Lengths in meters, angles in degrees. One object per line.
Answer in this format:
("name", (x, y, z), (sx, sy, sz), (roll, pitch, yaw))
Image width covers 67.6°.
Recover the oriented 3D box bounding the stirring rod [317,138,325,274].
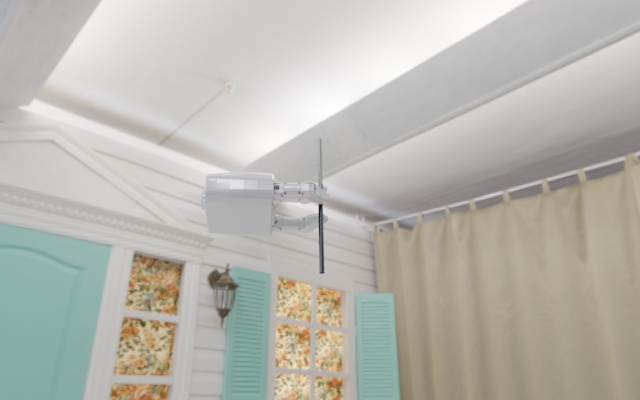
("stirring rod", (0.000, 0.003, 0.784), (0.011, 0.239, 0.011), (-1, -25, 0))
